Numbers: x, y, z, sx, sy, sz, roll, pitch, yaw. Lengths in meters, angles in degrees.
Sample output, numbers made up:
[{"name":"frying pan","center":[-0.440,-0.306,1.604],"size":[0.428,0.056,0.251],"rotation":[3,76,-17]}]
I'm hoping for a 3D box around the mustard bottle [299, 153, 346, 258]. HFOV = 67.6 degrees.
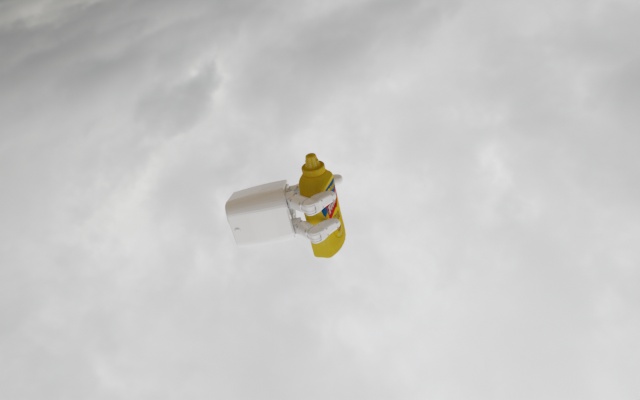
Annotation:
[{"name":"mustard bottle","center":[0.001,0.003,0.856],"size":[0.058,0.192,0.096],"rotation":[2,34,23]}]
